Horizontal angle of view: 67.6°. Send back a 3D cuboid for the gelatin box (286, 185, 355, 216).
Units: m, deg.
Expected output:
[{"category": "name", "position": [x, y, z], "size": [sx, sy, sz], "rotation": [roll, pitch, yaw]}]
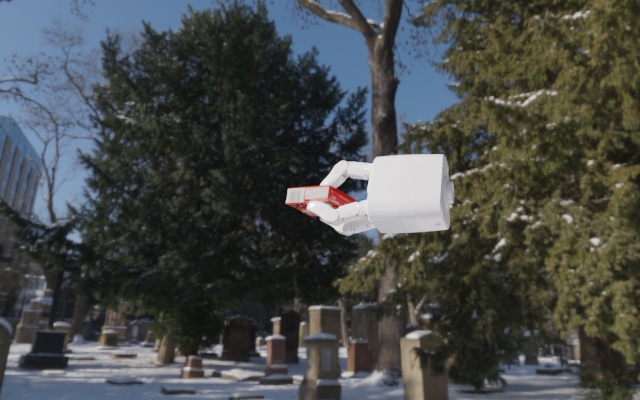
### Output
[{"category": "gelatin box", "position": [0.000, 0.002, 0.778], "size": [0.089, 0.030, 0.073], "rotation": [-3, -20, 36]}]
